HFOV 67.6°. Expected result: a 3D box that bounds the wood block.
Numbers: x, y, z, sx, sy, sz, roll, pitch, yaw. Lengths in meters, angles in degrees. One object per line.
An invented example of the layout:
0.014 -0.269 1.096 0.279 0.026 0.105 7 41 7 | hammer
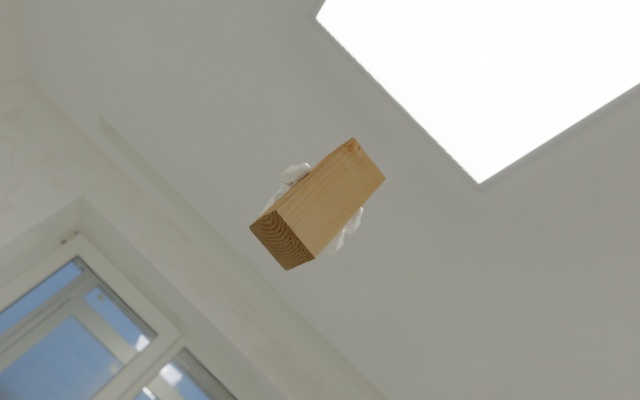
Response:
0.000 0.002 0.745 0.206 0.091 0.090 -46 9 -38 | wood block
